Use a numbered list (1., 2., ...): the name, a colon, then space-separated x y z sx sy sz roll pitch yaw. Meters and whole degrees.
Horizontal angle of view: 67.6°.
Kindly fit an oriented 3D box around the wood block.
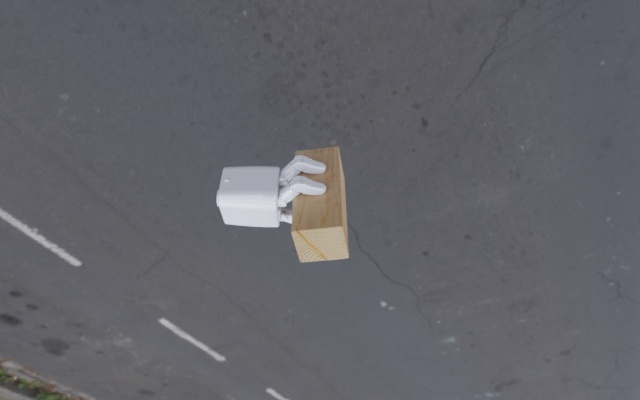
1. wood block: 0.000 0.003 0.890 0.090 0.206 0.091 -6 -44 6
